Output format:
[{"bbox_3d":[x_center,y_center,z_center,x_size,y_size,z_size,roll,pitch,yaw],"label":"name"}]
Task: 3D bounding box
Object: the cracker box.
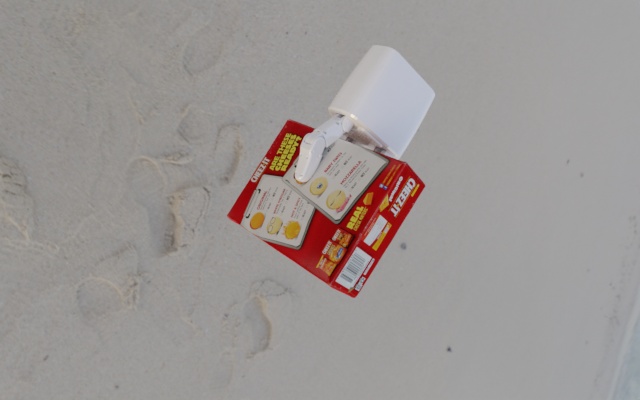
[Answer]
[{"bbox_3d":[0.000,0.002,0.615,0.213,0.164,0.072,27,-7,42],"label":"cracker box"}]
